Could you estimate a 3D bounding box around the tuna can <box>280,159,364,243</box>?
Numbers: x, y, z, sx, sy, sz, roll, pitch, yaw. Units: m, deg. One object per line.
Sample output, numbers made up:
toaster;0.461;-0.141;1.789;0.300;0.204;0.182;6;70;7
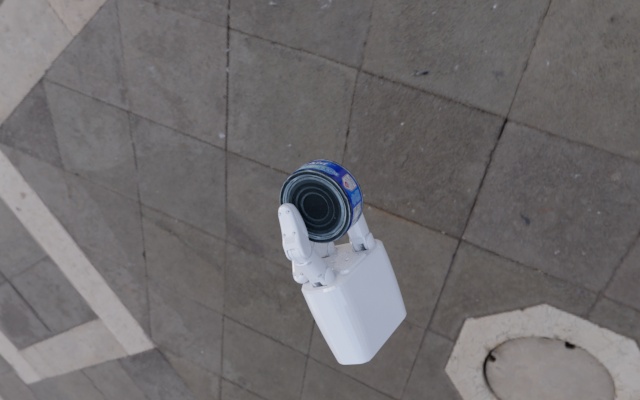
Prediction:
tuna can;0.000;0.002;0.507;0.086;0.086;0.033;0;22;28
